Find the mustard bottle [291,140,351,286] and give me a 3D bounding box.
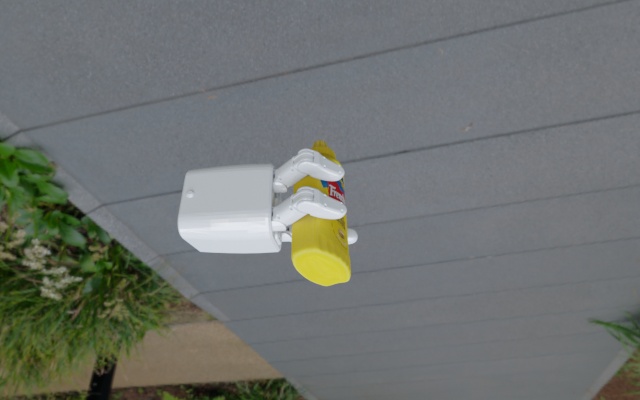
[{"bbox_3d":[0.000,0.002,0.596,0.058,0.191,0.096,-17,-38,21],"label":"mustard bottle"}]
